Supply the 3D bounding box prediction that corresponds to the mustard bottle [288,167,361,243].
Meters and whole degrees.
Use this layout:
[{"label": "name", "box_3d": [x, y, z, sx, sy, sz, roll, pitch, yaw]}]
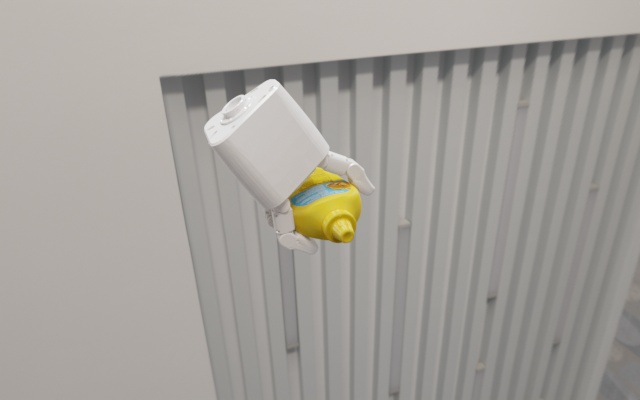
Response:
[{"label": "mustard bottle", "box_3d": [0.000, 0.002, 0.630, 0.096, 0.058, 0.191, -17, 29, -13]}]
